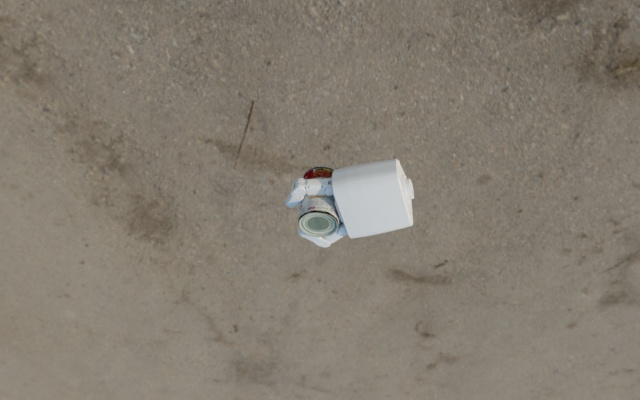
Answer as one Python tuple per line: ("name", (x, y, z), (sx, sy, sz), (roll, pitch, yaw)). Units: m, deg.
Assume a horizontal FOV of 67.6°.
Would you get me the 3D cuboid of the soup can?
("soup can", (0.000, 0.003, 0.798), (0.068, 0.102, 0.069), (3, -42, 3))
